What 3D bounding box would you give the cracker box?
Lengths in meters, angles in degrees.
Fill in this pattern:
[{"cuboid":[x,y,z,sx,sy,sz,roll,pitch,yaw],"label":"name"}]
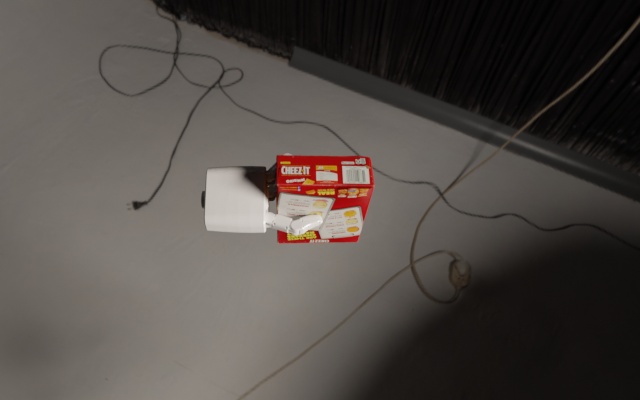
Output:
[{"cuboid":[0.000,0.003,0.882,0.164,0.072,0.214,0,-31,-4],"label":"cracker box"}]
